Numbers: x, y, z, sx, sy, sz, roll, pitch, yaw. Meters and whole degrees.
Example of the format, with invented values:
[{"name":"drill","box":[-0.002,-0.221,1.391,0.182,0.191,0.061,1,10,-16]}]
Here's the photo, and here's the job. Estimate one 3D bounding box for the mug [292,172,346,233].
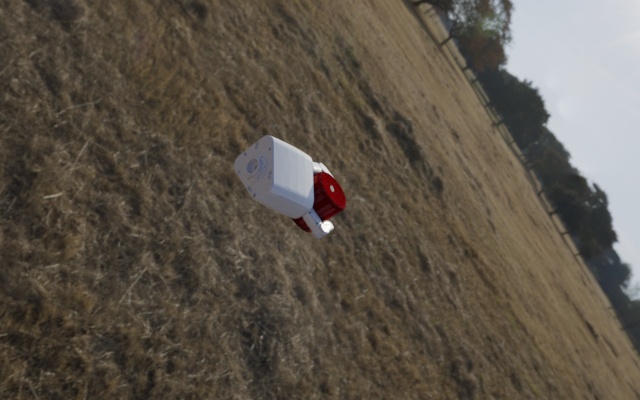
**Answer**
[{"name":"mug","box":[0.001,0.003,0.891,0.081,0.093,0.117,-32,-32,24]}]
